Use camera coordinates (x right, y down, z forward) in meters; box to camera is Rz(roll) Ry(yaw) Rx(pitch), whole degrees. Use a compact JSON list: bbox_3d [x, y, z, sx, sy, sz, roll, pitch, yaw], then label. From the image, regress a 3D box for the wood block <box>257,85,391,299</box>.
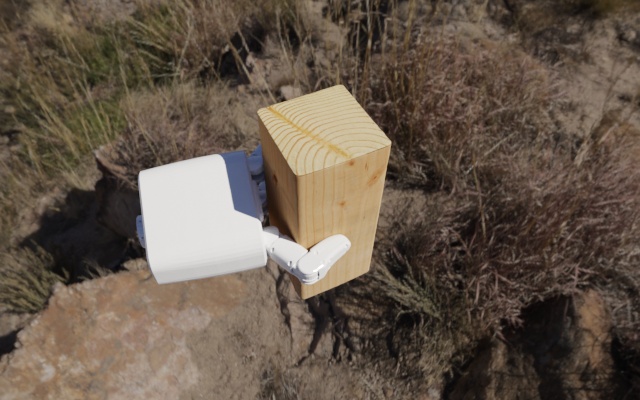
[{"bbox_3d":[0.000,0.002,0.488,0.090,0.090,0.206,-20,-36,-17],"label":"wood block"}]
